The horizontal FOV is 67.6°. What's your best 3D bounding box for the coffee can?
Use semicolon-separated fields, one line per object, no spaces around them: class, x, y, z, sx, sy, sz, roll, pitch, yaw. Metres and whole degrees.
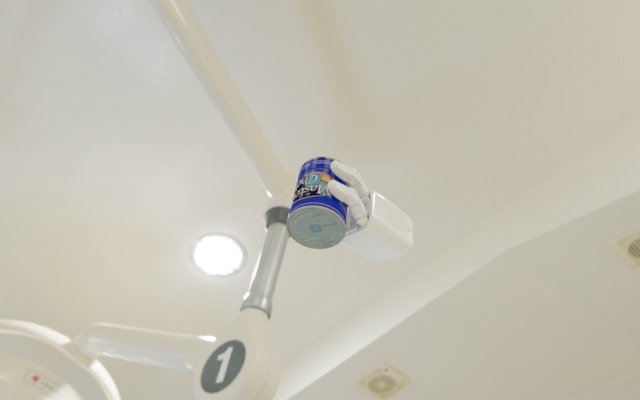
coffee can;0.000;0.003;0.869;0.103;0.103;0.140;0;43;9
